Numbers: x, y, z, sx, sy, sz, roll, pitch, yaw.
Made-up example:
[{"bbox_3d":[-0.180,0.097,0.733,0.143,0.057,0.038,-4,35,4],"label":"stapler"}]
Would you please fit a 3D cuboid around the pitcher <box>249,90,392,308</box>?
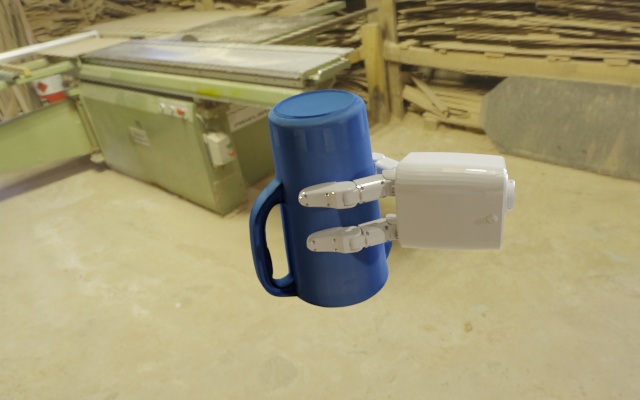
[{"bbox_3d":[0.000,0.002,0.572,0.145,0.243,0.149,3,31,20],"label":"pitcher"}]
